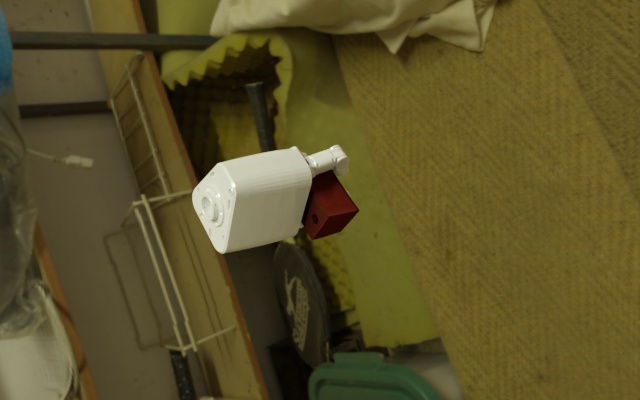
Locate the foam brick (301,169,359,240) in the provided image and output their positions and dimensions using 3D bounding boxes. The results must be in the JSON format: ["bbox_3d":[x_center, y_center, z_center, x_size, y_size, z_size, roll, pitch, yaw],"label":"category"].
[{"bbox_3d":[0.000,0.002,0.610,0.051,0.078,0.053,-13,-29,-39],"label":"foam brick"}]
